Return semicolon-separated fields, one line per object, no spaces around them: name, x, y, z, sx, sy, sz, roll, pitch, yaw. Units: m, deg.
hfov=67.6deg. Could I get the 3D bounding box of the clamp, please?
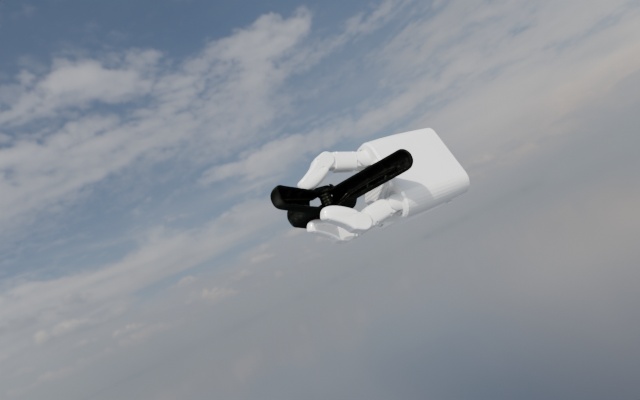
clamp;0.000;0.001;0.587;0.164;0.036;0.210;-15;-13;-23
